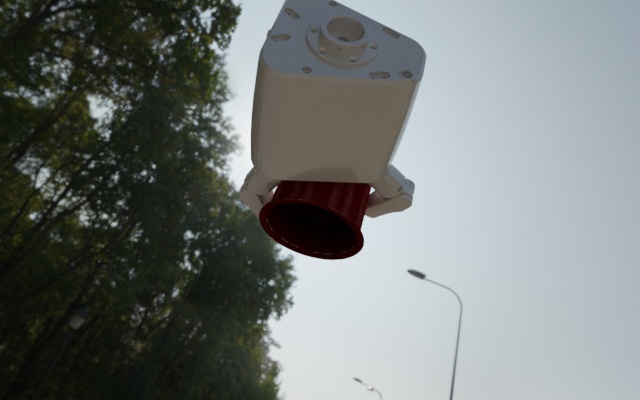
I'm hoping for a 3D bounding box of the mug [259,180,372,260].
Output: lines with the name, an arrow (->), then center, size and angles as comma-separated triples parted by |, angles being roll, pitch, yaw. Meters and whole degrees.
mug -> 0.000, 0.002, 0.440 | 0.093, 0.081, 0.117 | 17, -33, 1
